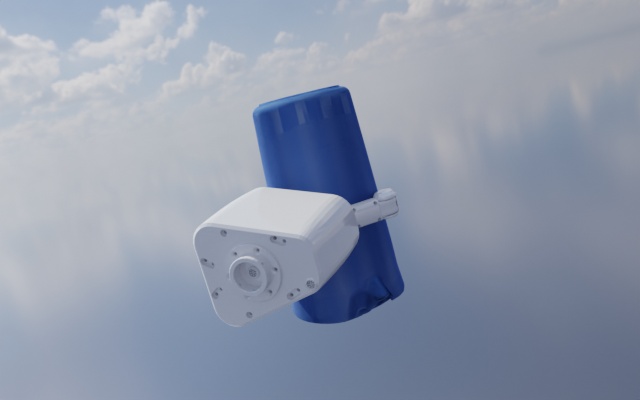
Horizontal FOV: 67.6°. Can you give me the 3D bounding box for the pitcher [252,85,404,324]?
[{"bbox_3d":[0.000,0.002,0.544,0.149,0.243,0.145,-9,12,21],"label":"pitcher"}]
